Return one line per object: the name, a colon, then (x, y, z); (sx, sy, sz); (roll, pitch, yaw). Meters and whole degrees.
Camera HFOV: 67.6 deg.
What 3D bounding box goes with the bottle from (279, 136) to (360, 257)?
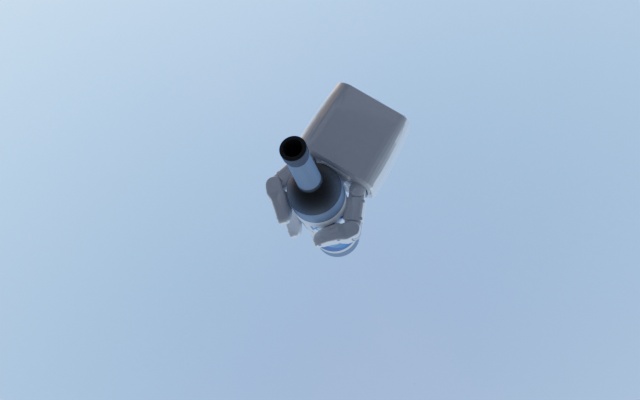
bottle: (0.000, 0.002, 0.589); (0.069, 0.069, 0.296); (0, -21, 11)
